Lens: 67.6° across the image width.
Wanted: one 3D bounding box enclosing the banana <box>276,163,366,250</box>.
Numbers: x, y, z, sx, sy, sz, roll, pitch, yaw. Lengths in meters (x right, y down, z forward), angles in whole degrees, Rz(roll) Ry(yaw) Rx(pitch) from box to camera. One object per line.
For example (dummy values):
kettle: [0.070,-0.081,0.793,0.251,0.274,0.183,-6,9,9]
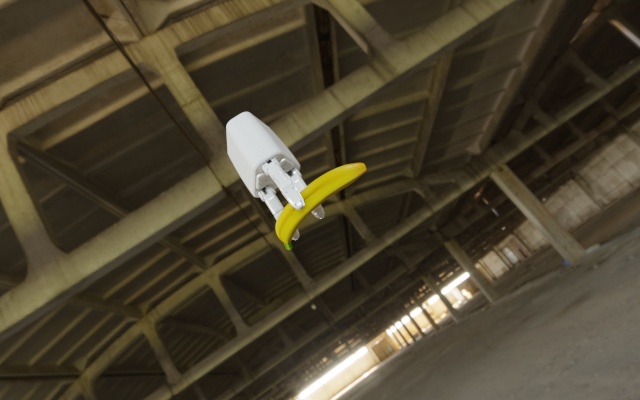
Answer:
banana: [-0.011,0.002,0.773,0.198,0.037,0.069,-45,-28,16]
